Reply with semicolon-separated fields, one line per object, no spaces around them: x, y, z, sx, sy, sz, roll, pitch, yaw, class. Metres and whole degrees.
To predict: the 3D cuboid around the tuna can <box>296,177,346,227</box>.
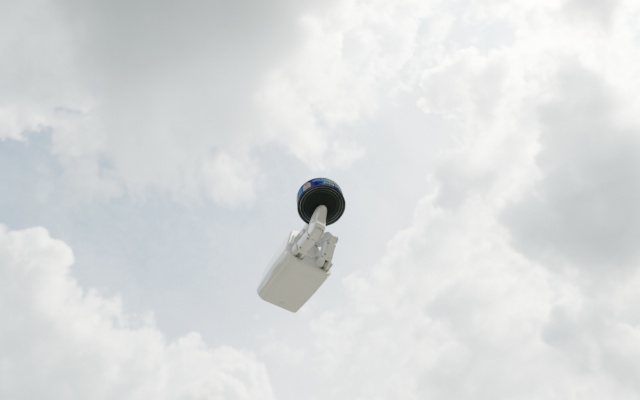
0.000;0.002;0.847;0.086;0.086;0.033;0;30;-7;tuna can
